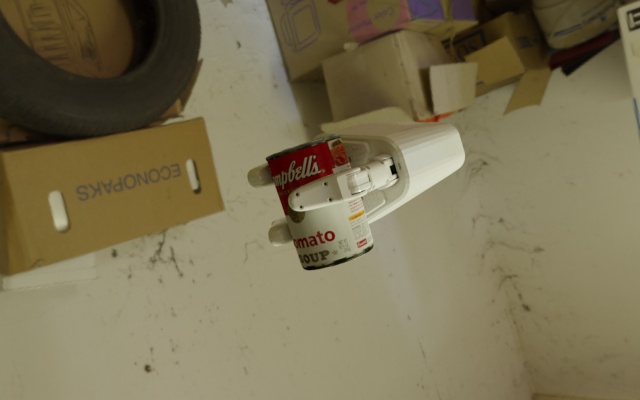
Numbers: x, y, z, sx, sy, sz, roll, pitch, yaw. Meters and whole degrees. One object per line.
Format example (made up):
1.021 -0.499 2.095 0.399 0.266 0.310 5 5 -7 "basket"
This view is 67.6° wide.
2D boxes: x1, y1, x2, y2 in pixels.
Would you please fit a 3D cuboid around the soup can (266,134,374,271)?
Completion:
0.000 0.002 0.414 0.068 0.102 0.068 -18 4 1 "soup can"
